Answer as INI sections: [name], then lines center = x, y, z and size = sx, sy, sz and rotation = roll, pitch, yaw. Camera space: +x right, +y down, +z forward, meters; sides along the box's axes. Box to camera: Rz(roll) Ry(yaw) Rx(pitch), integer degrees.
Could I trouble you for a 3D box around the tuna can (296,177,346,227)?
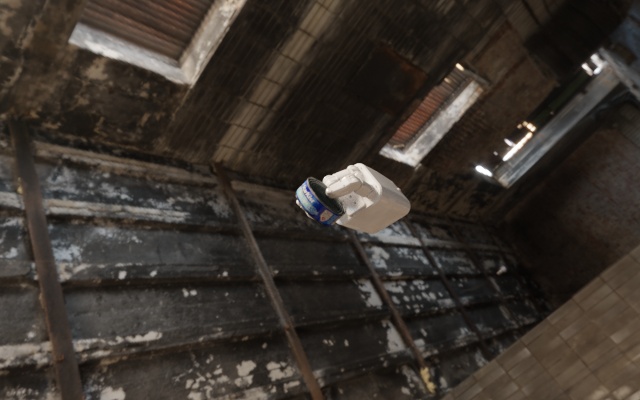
[tuna can]
center = 0.000, 0.003, 0.800
size = 0.034, 0.086, 0.086
rotation = -46, -18, 18
